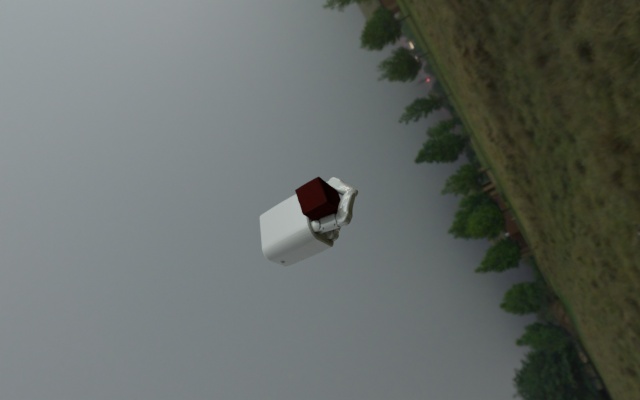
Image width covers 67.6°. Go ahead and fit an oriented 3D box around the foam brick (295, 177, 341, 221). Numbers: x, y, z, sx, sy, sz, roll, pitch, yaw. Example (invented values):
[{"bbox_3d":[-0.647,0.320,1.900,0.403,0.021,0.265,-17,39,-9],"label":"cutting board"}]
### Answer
[{"bbox_3d":[0.000,0.003,0.838,0.051,0.053,0.078,-27,-28,17],"label":"foam brick"}]
